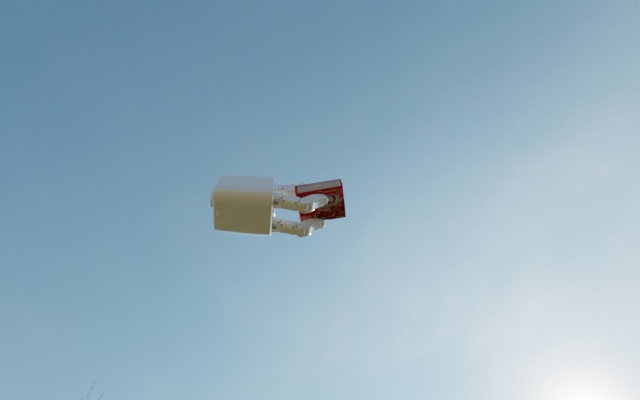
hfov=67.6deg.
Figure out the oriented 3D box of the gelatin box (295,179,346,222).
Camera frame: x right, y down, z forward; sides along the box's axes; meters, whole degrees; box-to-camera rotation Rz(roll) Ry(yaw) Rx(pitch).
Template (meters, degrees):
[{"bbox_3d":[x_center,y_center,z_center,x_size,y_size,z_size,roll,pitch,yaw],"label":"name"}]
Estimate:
[{"bbox_3d":[0.000,0.003,0.897,0.089,0.073,0.030,-10,35,-2],"label":"gelatin box"}]
